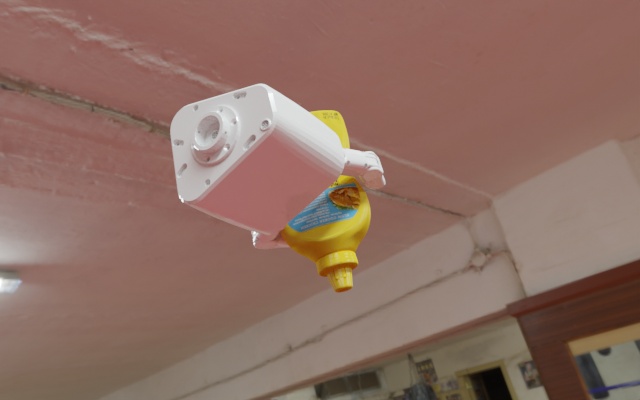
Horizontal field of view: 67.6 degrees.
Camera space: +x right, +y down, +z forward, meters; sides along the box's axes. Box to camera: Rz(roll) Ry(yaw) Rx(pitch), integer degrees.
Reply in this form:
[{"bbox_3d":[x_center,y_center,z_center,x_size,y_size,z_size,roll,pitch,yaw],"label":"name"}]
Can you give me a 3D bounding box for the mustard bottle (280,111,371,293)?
[{"bbox_3d":[0.000,0.002,0.499,0.096,0.191,0.058,-15,-24,1],"label":"mustard bottle"}]
